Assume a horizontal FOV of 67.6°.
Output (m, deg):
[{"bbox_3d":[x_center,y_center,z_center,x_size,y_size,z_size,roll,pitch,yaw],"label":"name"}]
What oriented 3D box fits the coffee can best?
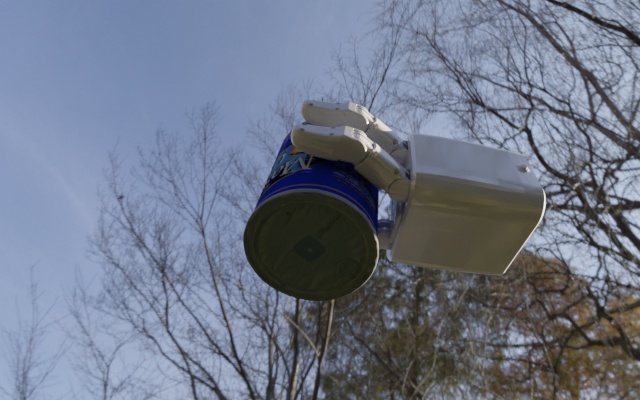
[{"bbox_3d":[0.000,0.001,0.416,0.103,0.103,0.140,0,32,8],"label":"coffee can"}]
